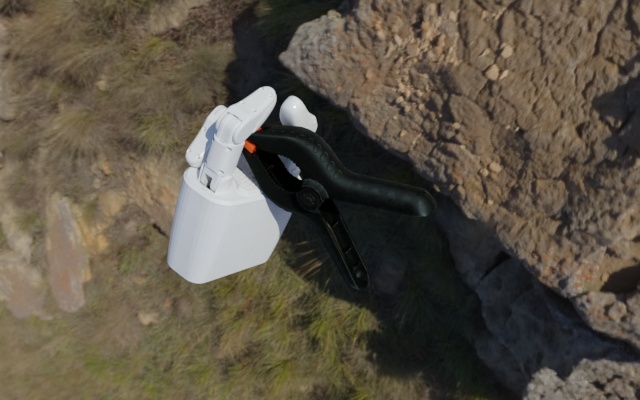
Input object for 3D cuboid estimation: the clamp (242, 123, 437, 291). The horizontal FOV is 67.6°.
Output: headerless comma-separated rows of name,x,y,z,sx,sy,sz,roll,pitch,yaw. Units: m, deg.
clamp,0.000,0.001,0.405,0.171,0.120,0.039,33,33,15
